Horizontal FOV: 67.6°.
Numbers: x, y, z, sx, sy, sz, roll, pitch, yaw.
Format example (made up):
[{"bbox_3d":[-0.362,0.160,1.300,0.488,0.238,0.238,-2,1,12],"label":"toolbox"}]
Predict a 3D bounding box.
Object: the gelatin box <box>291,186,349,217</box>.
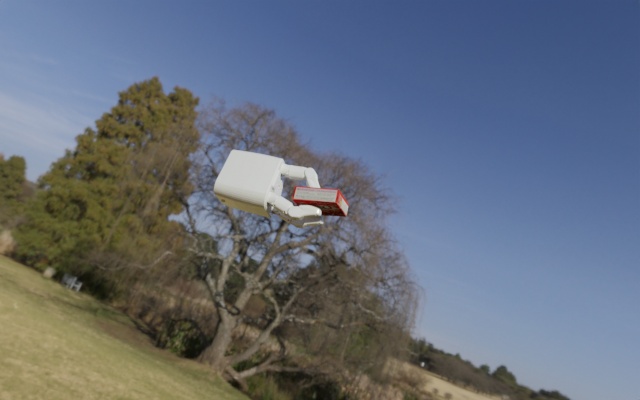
[{"bbox_3d":[0.001,0.003,0.888,0.089,0.030,0.073,4,-21,20],"label":"gelatin box"}]
